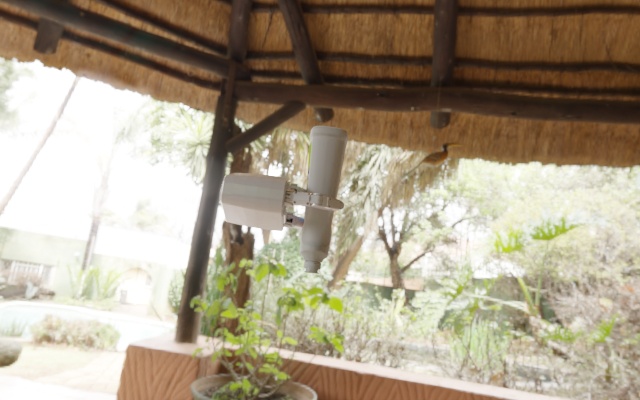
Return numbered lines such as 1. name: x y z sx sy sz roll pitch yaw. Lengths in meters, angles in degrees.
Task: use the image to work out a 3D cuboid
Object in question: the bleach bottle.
1. bleach bottle: 0.000 0.003 0.849 0.068 0.250 0.102 7 -11 0
